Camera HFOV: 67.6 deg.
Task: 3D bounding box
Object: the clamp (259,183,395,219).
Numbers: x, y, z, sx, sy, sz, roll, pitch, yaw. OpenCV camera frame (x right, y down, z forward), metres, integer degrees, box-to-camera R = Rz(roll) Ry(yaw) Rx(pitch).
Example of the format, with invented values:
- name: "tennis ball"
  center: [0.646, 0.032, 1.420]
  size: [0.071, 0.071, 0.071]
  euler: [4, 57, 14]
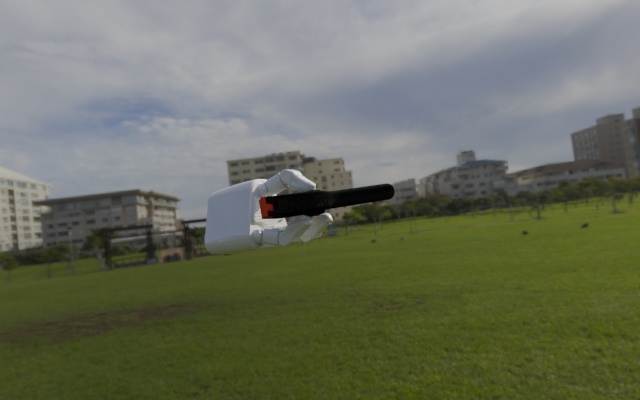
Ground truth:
- name: "clamp"
  center: [-0.001, 0.002, 0.697]
  size: [0.164, 0.036, 0.210]
  euler: [-15, -7, 34]
